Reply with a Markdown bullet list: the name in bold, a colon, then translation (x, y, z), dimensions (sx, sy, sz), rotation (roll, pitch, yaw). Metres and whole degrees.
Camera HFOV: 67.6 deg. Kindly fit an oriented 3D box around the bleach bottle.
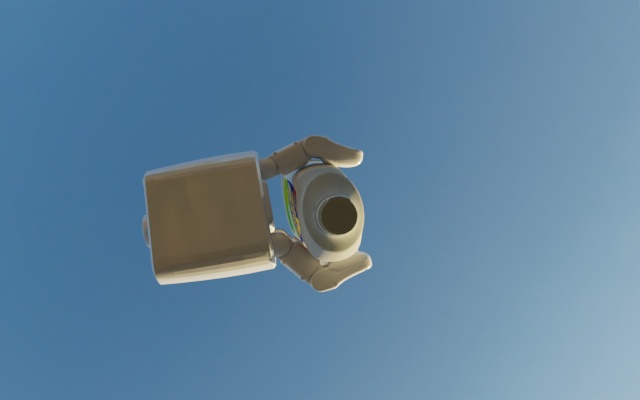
- **bleach bottle**: translation (0.000, 0.002, 0.474), dimensions (0.068, 0.102, 0.251), rotation (-10, 2, -5)
